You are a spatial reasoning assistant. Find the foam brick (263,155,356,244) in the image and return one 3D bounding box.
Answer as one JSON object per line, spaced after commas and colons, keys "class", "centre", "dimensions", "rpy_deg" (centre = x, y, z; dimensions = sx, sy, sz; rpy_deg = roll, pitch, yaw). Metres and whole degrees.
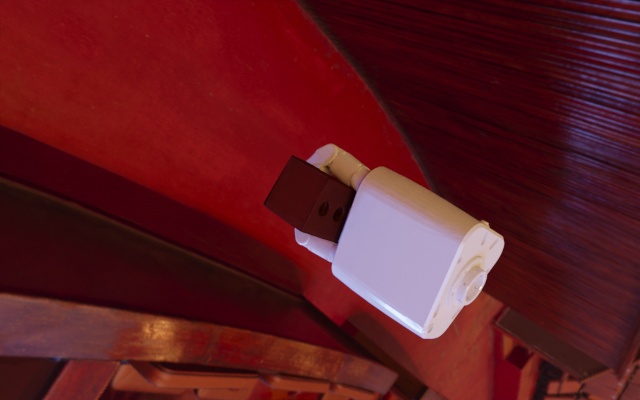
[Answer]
{"class": "foam brick", "centre": [0.000, 0.001, 0.433], "dimensions": [0.051, 0.053, 0.078], "rpy_deg": [34, 7, 37]}
